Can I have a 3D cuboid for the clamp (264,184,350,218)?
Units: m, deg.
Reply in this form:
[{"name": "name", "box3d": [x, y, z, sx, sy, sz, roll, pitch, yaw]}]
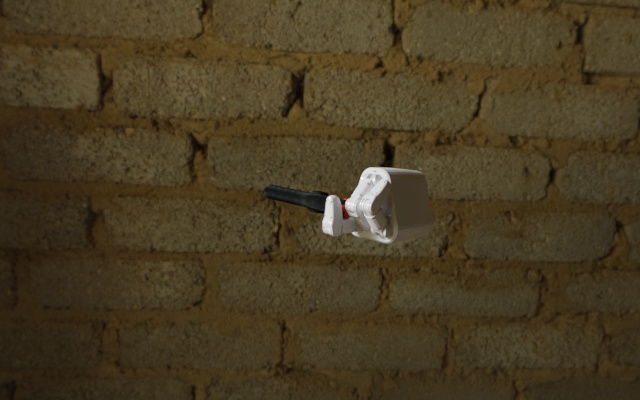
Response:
[{"name": "clamp", "box3d": [0.000, 0.002, 0.789, 0.120, 0.039, 0.171, 2, 10, -45]}]
